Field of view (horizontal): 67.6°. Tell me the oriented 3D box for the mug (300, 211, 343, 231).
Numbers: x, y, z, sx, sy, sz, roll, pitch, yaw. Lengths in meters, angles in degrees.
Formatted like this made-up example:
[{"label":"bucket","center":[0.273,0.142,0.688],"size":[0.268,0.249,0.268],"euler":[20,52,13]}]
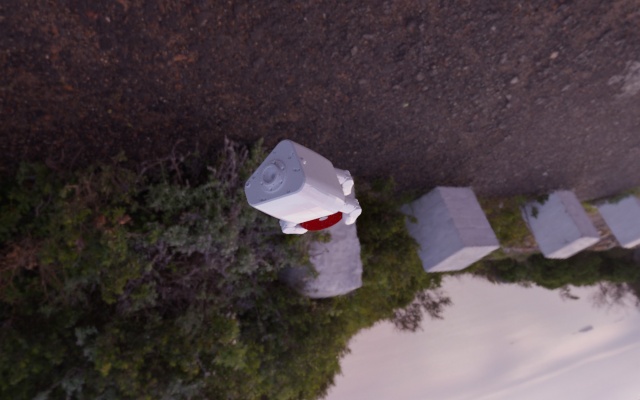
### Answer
[{"label":"mug","center":[0.001,0.003,0.843],"size":[0.093,0.081,0.117],"euler":[-32,-31,24]}]
